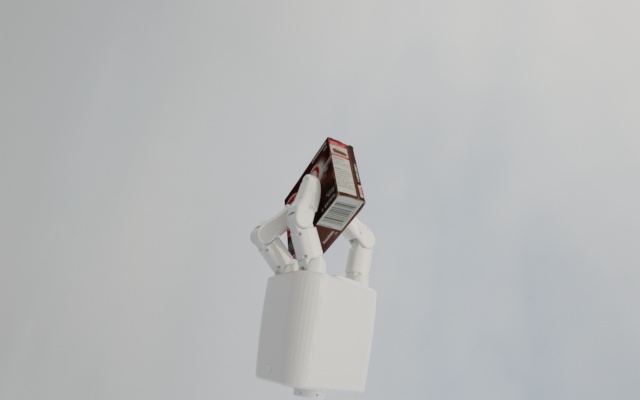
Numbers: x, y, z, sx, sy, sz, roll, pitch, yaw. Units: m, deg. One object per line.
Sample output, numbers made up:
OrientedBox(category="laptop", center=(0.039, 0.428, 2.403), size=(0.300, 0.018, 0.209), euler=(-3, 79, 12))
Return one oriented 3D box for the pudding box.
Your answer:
OrientedBox(category="pudding box", center=(0.000, 0.002, 0.527), size=(0.039, 0.090, 0.113), euler=(18, -49, -27))
